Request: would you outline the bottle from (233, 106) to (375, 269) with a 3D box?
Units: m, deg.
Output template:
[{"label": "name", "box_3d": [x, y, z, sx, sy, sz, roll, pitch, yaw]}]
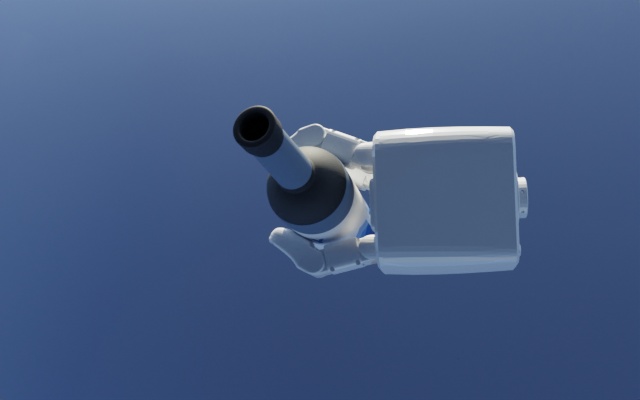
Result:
[{"label": "bottle", "box_3d": [0.000, 0.001, 0.412, 0.069, 0.069, 0.296, 0, -18, 16]}]
